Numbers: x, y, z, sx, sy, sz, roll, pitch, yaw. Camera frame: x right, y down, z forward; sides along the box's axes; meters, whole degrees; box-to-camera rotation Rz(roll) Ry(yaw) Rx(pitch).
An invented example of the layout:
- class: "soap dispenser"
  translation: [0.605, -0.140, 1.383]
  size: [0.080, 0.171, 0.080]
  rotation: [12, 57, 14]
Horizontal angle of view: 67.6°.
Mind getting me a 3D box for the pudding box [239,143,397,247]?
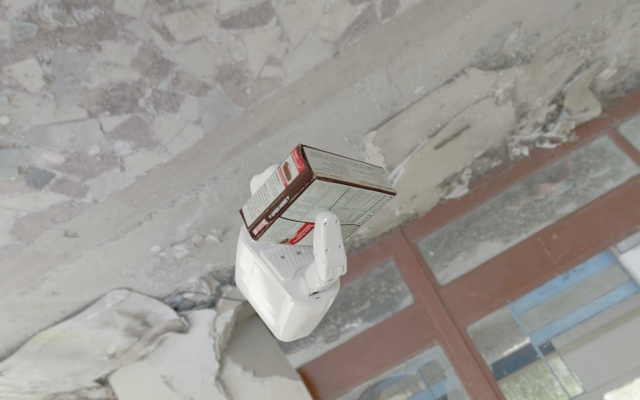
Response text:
- class: "pudding box"
  translation: [0.000, 0.002, 0.424]
  size: [0.113, 0.039, 0.090]
  rotation: [8, -45, -47]
